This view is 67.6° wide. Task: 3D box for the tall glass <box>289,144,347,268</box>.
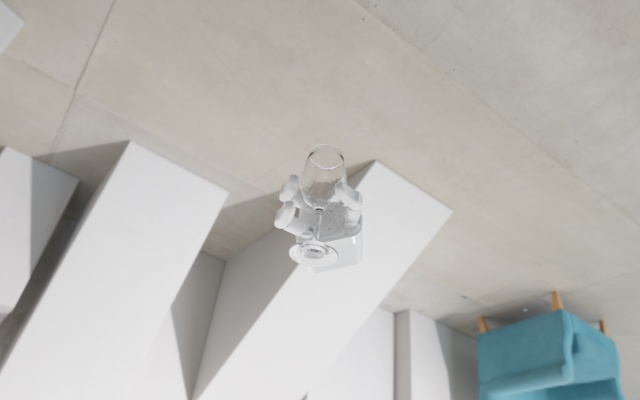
[{"bbox_3d":[0.000,0.003,0.767,0.079,0.201,0.079,5,-37,4],"label":"tall glass"}]
